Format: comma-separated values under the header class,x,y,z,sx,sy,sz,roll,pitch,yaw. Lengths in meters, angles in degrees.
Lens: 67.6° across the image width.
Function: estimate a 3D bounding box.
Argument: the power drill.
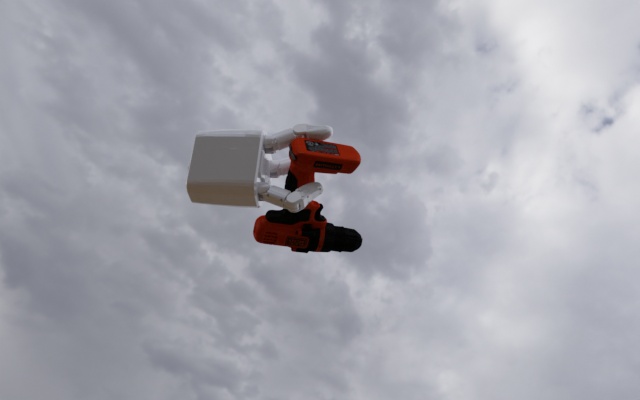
class,x,y,z,sx,sy,sz,roll,pitch,yaw
power drill,0.000,0.002,0.748,0.184,0.188,0.057,7,31,-18
